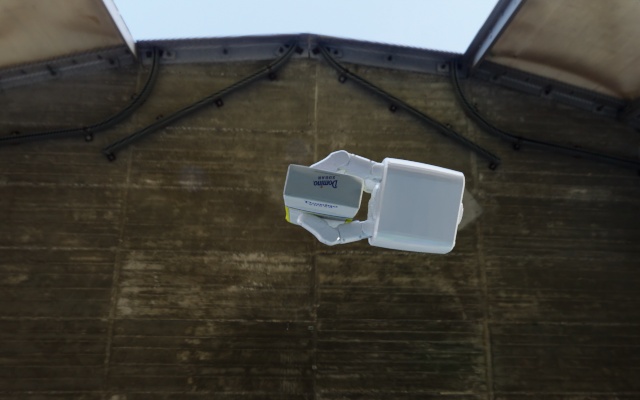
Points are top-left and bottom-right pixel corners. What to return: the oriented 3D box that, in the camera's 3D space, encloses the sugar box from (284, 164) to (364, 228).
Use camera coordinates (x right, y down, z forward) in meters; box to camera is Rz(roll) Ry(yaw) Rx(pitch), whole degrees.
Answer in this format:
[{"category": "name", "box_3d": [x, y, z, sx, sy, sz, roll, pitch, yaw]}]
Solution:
[{"category": "sugar box", "box_3d": [0.000, 0.002, 0.644, 0.093, 0.048, 0.176, 11, -15, -1]}]
